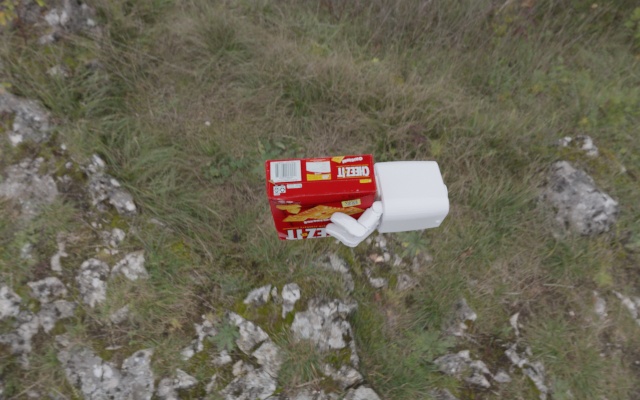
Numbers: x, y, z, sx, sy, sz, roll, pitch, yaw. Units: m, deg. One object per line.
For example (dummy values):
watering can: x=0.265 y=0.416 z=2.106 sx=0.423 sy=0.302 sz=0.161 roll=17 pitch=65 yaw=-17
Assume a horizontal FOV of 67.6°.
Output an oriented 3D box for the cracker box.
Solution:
cracker box: x=0.000 y=0.002 z=0.801 sx=0.164 sy=0.072 sz=0.214 roll=-4 pitch=-22 yaw=-2
